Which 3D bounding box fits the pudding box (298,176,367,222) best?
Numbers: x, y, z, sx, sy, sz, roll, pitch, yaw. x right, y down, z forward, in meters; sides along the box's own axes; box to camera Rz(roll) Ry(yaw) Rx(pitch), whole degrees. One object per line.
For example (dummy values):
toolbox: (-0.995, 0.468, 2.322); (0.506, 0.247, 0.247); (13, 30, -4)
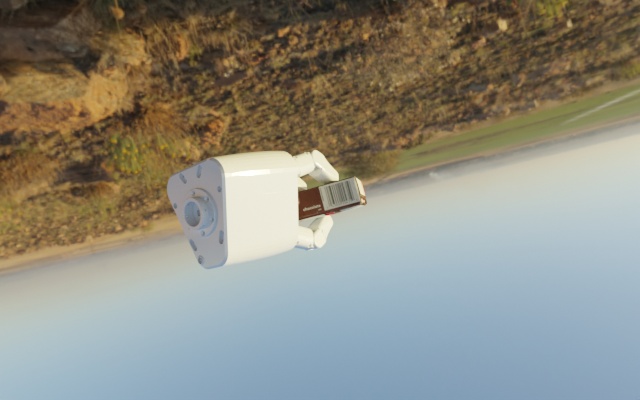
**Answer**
pudding box: (0.000, 0.002, 0.620); (0.113, 0.039, 0.090); (-13, -2, 9)
